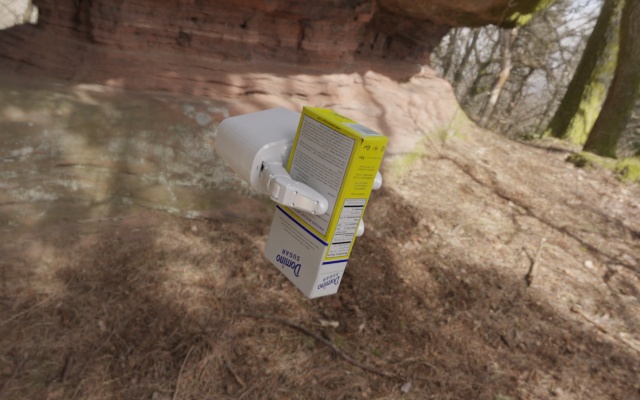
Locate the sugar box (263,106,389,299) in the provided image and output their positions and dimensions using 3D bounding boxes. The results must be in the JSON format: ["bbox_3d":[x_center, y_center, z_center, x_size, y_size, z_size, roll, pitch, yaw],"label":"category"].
[{"bbox_3d":[0.000,0.001,0.495,0.048,0.176,0.093,-4,29,-41],"label":"sugar box"}]
